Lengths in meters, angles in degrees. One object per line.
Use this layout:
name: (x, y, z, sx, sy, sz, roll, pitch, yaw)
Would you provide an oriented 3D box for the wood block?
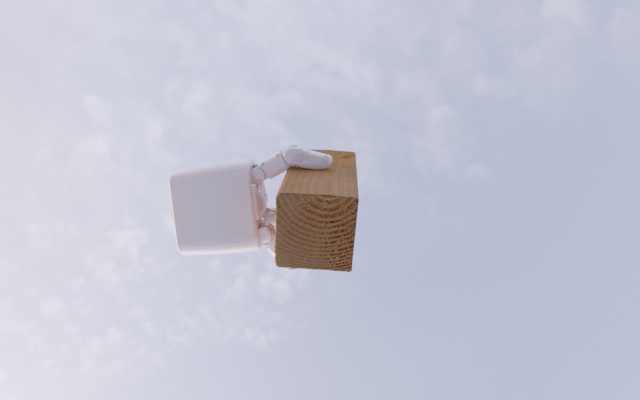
wood block: (0.000, 0.002, 0.615, 0.090, 0.091, 0.206, 4, 20, 2)
